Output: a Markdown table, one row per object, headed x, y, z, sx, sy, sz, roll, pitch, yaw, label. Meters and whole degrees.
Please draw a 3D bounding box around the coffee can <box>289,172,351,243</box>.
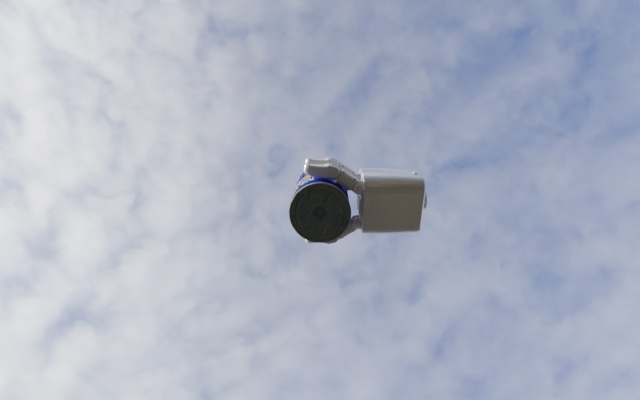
| x | y | z | sx | sy | sz | roll | pitch | yaw | label |
| --- | --- | --- | --- | --- | --- | --- | --- | --- | --- |
| 0.000 | 0.003 | 0.847 | 0.103 | 0.103 | 0.140 | 0 | 16 | 1 | coffee can |
